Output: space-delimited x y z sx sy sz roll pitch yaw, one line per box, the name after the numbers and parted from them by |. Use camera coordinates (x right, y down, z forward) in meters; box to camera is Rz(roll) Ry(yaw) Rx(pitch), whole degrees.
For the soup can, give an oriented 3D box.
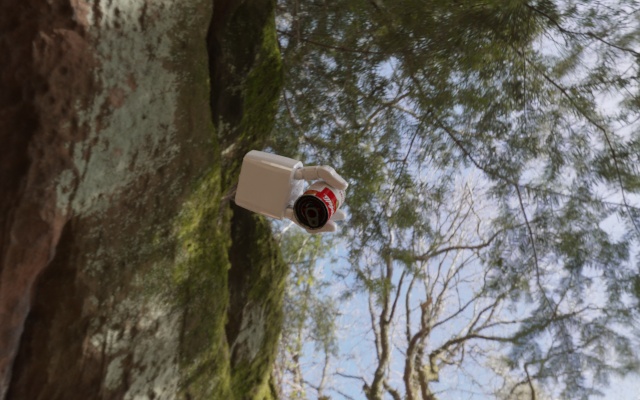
0.001 0.003 0.883 0.068 0.068 0.102 0 22 22 | soup can
